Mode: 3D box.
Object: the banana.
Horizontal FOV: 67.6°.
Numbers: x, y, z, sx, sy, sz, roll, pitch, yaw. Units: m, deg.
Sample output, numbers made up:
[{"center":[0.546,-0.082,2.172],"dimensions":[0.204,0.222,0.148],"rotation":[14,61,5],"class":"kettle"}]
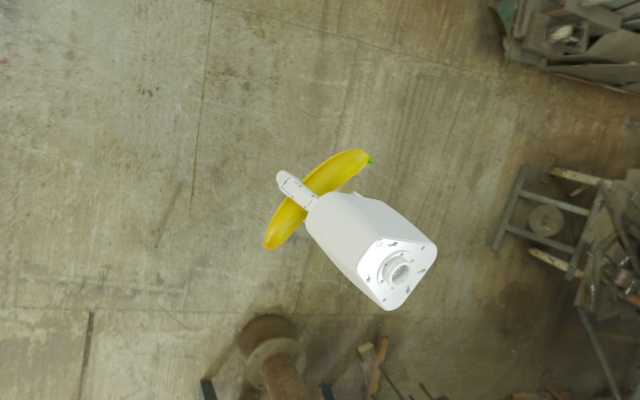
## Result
[{"center":[-0.001,-0.011,0.627],"dimensions":[0.037,0.198,0.070],"rotation":[42,-16,34],"class":"banana"}]
